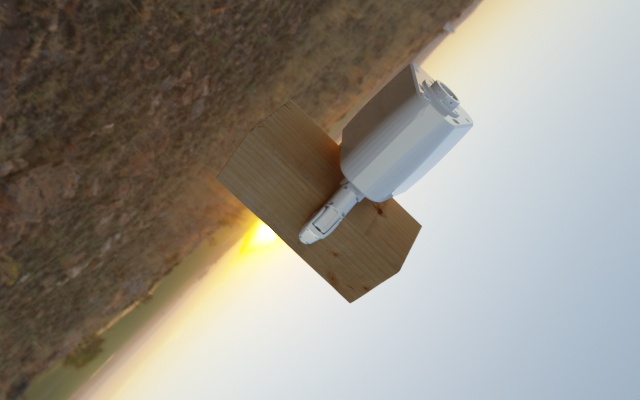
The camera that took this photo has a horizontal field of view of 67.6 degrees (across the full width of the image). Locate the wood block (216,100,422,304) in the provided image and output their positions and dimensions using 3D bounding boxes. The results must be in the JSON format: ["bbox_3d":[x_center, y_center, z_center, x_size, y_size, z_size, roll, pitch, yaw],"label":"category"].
[{"bbox_3d":[0.000,0.002,0.534,0.090,0.206,0.090,-44,4,42],"label":"wood block"}]
